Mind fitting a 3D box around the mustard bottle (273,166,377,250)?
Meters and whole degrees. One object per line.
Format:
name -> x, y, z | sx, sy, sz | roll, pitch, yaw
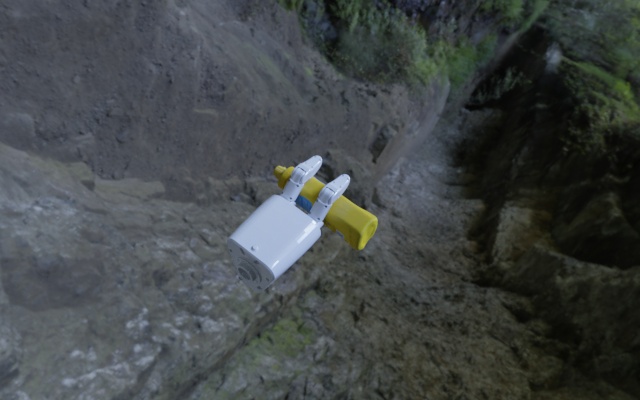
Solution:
mustard bottle -> 0.001, 0.002, 0.774 | 0.191, 0.058, 0.096 | 35, -10, 16
